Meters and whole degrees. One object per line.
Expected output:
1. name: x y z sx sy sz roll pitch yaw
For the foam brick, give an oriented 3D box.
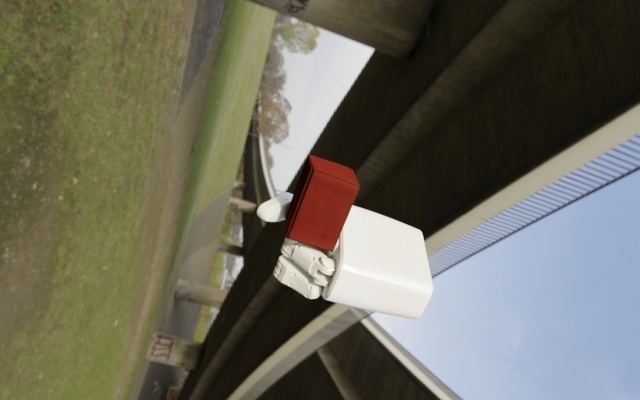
1. foam brick: 0.000 0.001 0.486 0.051 0.078 0.053 17 21 -11
